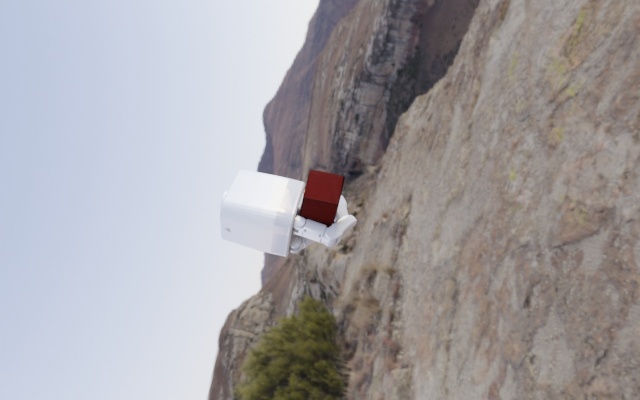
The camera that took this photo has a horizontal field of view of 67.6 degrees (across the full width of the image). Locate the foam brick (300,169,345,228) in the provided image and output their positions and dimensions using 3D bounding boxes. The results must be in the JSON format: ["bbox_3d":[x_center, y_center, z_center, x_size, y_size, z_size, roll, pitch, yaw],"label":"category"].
[{"bbox_3d":[0.000,0.002,0.687,0.051,0.053,0.078,14,-36,0],"label":"foam brick"}]
